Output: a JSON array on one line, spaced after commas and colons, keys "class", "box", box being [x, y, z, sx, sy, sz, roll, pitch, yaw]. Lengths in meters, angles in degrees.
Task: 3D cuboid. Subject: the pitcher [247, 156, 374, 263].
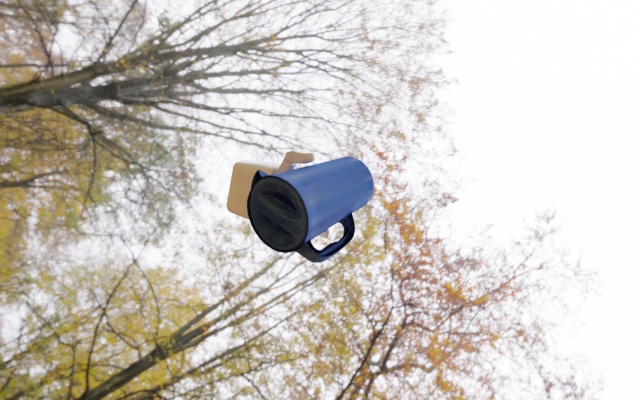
[{"class": "pitcher", "box": [0.000, 0.003, 0.865, 0.145, 0.149, 0.243, 12, 22, 35]}]
